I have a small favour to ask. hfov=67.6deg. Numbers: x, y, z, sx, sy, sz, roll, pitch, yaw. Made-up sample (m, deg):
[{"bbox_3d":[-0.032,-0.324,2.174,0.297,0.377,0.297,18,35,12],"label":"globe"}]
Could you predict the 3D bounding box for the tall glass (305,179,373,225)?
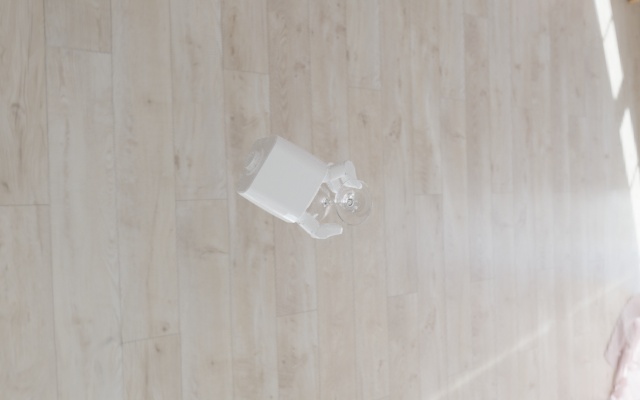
[{"bbox_3d":[0.001,0.003,0.844,0.079,0.079,0.201,0,0,-33],"label":"tall glass"}]
